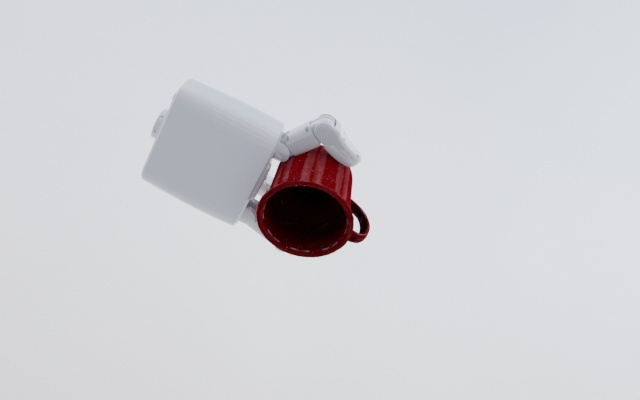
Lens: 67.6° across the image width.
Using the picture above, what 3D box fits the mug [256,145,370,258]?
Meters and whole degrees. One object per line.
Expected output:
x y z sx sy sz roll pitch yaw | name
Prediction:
0.001 0.002 0.483 0.117 0.093 0.081 27 36 -12 | mug
